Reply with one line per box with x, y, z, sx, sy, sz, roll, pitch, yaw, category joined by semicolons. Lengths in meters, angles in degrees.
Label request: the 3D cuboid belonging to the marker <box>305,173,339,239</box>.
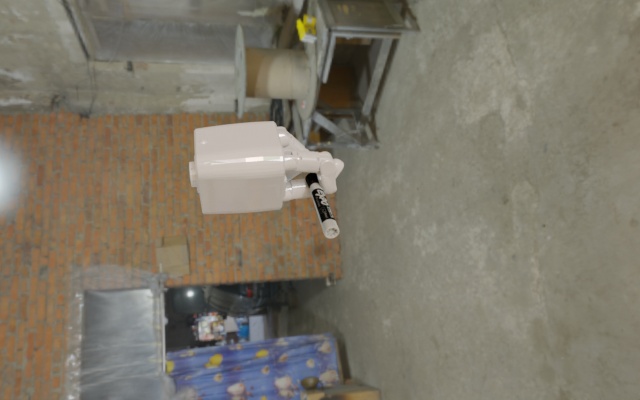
0.000;0.002;0.609;0.020;0.020;0.121;0;37;-16;marker
